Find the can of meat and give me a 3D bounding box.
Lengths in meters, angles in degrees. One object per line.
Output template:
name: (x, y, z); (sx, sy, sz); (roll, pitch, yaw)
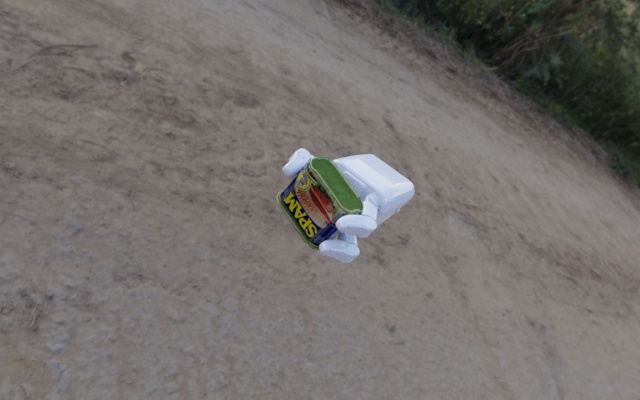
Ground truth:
can of meat: (0.000, 0.002, 0.659); (0.057, 0.102, 0.084); (-16, -25, -51)
